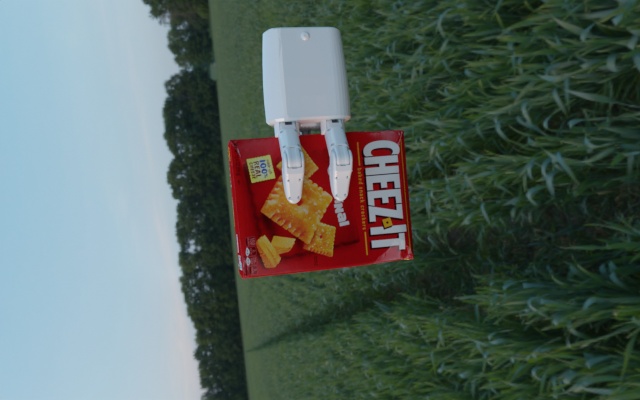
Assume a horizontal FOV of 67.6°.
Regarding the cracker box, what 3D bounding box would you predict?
[{"bbox_3d":[0.000,0.002,0.590,0.213,0.164,0.072,-5,1,-11],"label":"cracker box"}]
